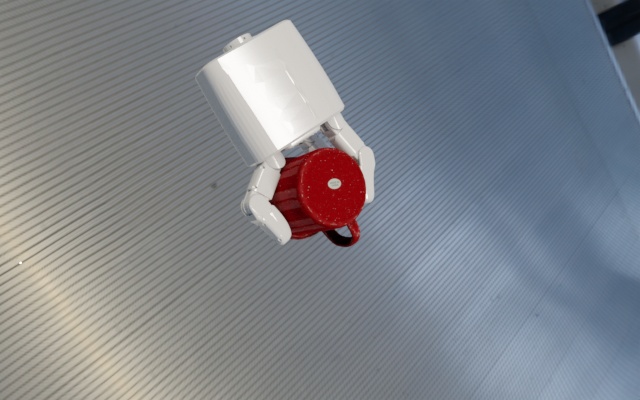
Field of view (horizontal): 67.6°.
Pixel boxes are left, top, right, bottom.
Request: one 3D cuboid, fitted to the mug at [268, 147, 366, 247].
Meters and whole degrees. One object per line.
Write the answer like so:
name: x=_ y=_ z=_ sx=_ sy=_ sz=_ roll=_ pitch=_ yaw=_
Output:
mug: x=0.001 y=0.003 z=0.501 sx=0.093 sy=0.117 sz=0.081 roll=-41 pitch=14 yaw=-29
